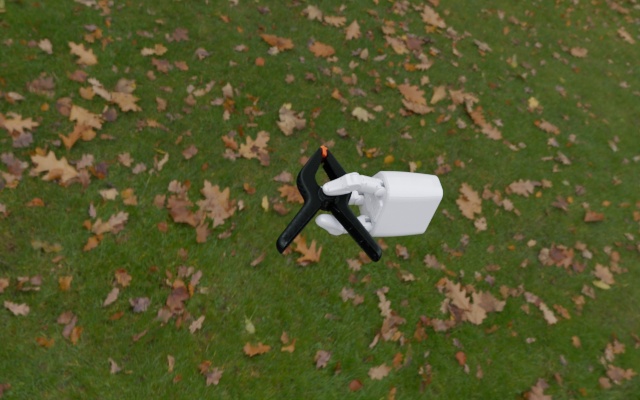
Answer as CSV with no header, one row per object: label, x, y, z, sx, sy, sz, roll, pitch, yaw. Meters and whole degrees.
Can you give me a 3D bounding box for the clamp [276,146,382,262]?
clamp,0.001,0.002,0.755,0.164,0.209,0.036,2,-33,-22
